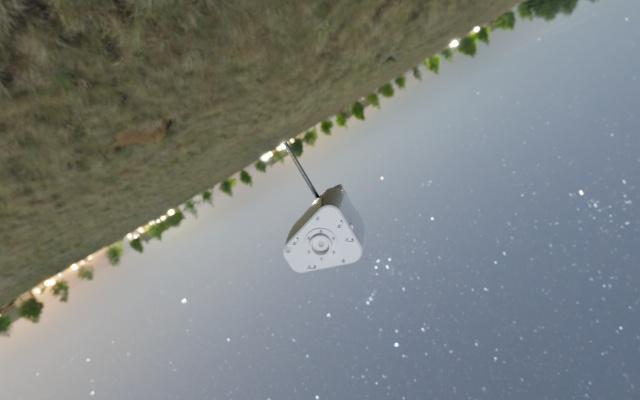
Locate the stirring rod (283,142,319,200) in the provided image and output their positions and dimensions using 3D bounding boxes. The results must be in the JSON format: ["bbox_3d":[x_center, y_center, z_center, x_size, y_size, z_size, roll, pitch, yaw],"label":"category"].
[{"bbox_3d":[0.000,0.003,0.836,0.011,0.239,0.011,-30,9,5],"label":"stirring rod"}]
